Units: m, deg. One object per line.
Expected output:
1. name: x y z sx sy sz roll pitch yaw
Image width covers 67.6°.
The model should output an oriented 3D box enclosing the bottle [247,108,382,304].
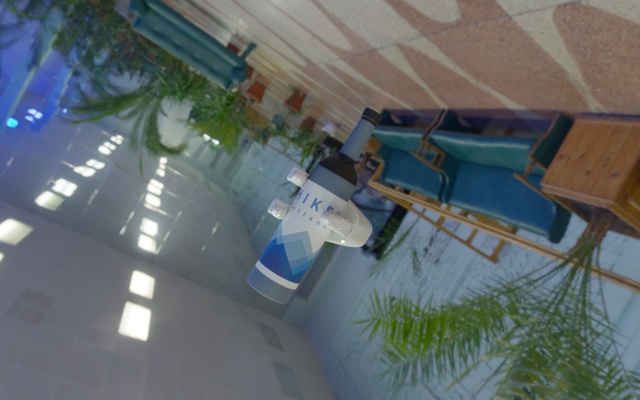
1. bottle: 0.000 0.002 0.675 0.069 0.296 0.069 31 1 0
